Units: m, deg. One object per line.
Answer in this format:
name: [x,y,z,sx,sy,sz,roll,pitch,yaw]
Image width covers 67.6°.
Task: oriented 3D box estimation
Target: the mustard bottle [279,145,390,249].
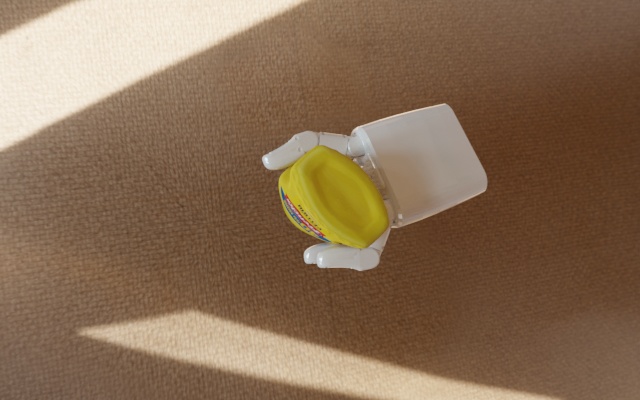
mustard bottle: [0.000,0.002,0.490,0.058,0.096,0.191,-44,6,-11]
